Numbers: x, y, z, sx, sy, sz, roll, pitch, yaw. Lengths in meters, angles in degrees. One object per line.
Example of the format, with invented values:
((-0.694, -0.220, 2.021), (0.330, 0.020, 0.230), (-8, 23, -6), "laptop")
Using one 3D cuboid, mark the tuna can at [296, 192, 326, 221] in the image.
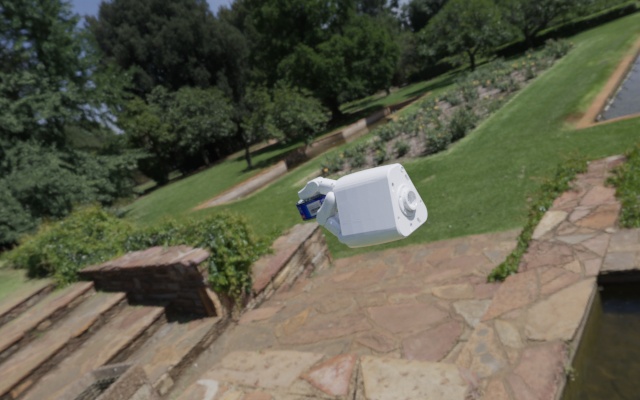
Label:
((0.000, 0.002, 0.851), (0.086, 0.034, 0.086), (-25, 8, 4), "tuna can")
